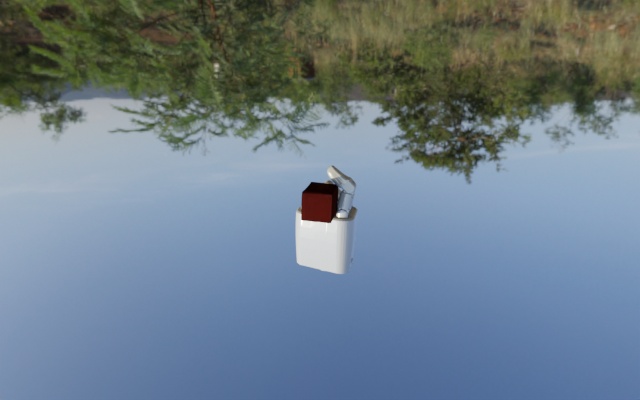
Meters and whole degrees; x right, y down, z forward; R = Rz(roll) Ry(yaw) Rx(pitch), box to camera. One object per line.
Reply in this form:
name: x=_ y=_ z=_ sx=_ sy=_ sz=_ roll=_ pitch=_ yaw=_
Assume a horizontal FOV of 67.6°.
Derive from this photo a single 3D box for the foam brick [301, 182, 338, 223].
foam brick: x=0.000 y=0.003 z=0.821 sx=0.053 sy=0.051 sz=0.078 roll=6 pitch=15 yaw=9
